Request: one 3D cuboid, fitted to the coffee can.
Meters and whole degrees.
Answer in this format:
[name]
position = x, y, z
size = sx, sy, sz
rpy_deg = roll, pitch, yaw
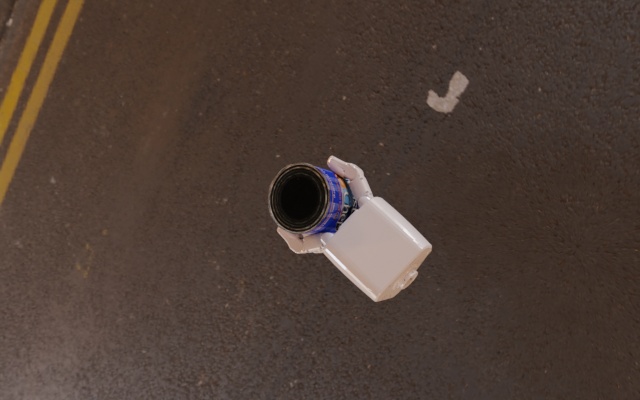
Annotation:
[coffee can]
position = 0.000, 0.002, 0.736
size = 0.103, 0.103, 0.140
rpy_deg = 0, -5, 28
